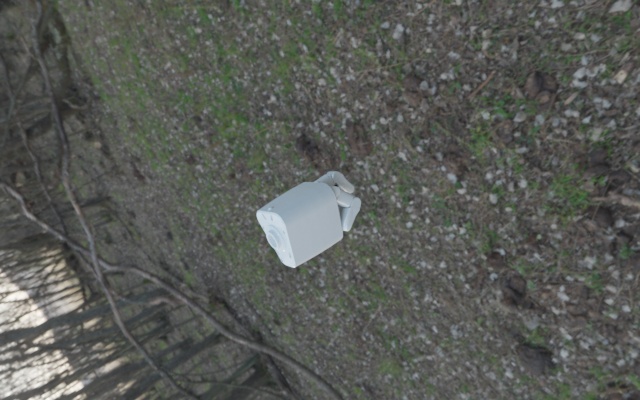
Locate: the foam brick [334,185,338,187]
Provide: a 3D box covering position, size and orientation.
[{"bbox_3d":[0.000,0.003,0.883,0.051,0.053,0.078,-31,19,-28],"label":"foam brick"}]
